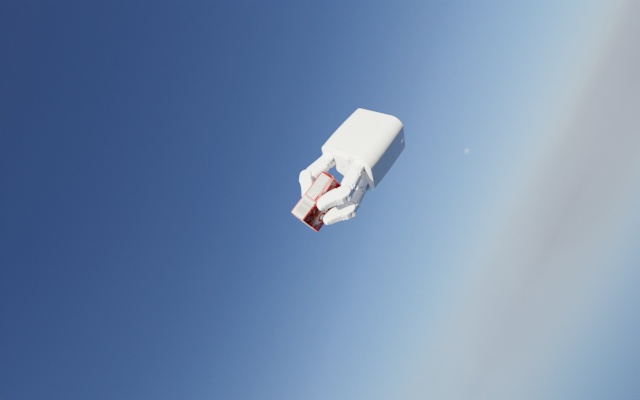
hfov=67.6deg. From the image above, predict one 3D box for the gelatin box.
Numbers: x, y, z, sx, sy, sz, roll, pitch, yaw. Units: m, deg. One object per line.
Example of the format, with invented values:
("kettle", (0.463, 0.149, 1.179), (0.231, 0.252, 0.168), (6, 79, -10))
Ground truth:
("gelatin box", (0.000, 0.003, 0.810), (0.030, 0.089, 0.073), (36, -3, 28))
